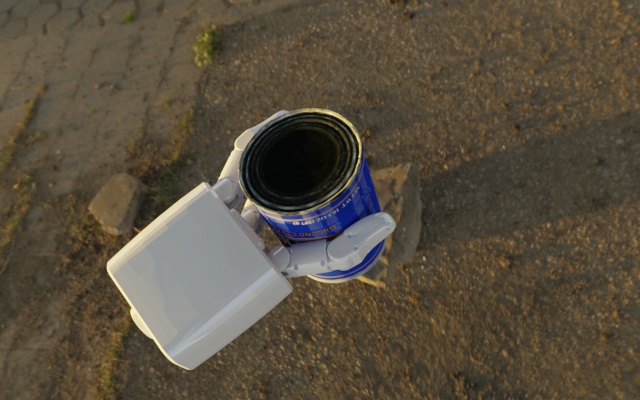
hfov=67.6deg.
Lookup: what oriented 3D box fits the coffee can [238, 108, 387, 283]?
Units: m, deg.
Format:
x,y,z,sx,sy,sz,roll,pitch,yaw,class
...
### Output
x,y,z,sx,sy,sz,roll,pitch,yaw,class
0.000,0.001,0.432,0.103,0.102,0.140,0,-30,17,coffee can
